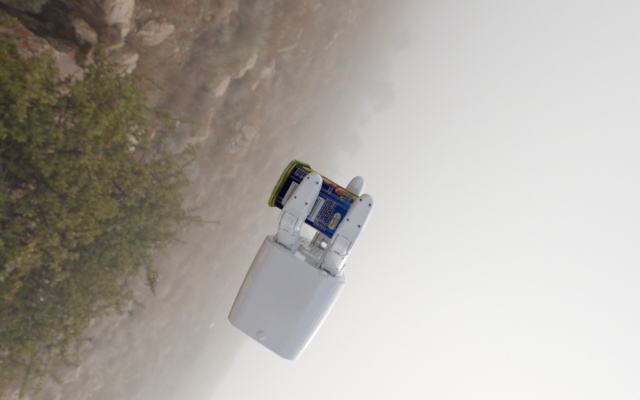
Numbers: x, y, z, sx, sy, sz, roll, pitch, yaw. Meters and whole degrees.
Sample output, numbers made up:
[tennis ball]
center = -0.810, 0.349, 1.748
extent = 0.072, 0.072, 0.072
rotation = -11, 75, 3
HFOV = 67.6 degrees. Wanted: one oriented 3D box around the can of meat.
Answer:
[can of meat]
center = 0.000, 0.002, 0.530
extent = 0.084, 0.057, 0.102
rotation = 30, 5, 9
